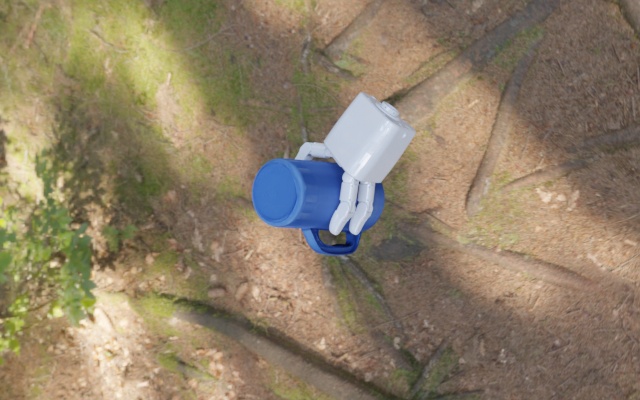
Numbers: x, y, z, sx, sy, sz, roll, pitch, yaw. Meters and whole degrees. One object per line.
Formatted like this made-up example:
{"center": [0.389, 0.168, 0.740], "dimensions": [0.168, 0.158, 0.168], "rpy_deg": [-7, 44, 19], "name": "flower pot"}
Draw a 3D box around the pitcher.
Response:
{"center": [0.000, 0.003, 0.829], "dimensions": [0.149, 0.145, 0.243], "rpy_deg": [48, 24, 27], "name": "pitcher"}
